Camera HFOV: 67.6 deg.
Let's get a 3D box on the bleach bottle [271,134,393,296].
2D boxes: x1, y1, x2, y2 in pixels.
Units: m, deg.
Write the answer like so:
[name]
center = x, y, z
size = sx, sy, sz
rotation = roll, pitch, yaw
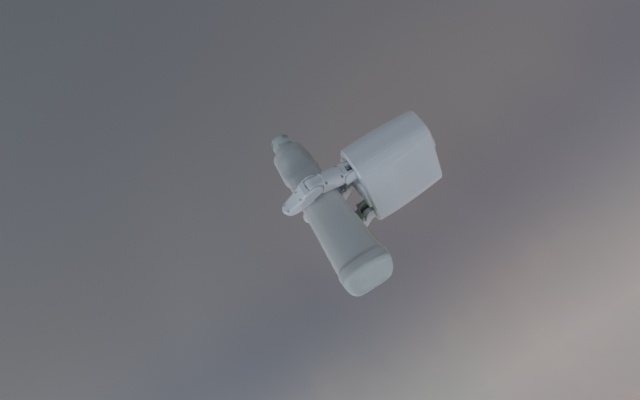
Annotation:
[bleach bottle]
center = 0.000, 0.002, 0.634
size = 0.068, 0.250, 0.103
rotation = -32, -27, -3
